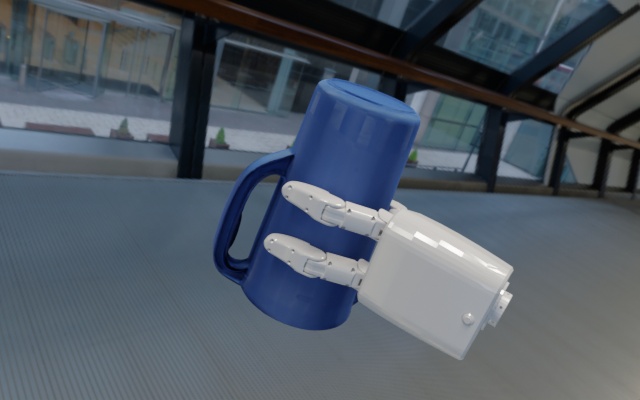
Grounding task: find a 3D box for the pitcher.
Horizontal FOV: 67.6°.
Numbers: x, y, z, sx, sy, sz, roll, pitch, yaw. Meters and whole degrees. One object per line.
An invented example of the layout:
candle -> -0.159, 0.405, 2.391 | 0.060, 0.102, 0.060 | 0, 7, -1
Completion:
pitcher -> 0.000, 0.002, 0.500 | 0.145, 0.243, 0.149 | 30, 23, 24
